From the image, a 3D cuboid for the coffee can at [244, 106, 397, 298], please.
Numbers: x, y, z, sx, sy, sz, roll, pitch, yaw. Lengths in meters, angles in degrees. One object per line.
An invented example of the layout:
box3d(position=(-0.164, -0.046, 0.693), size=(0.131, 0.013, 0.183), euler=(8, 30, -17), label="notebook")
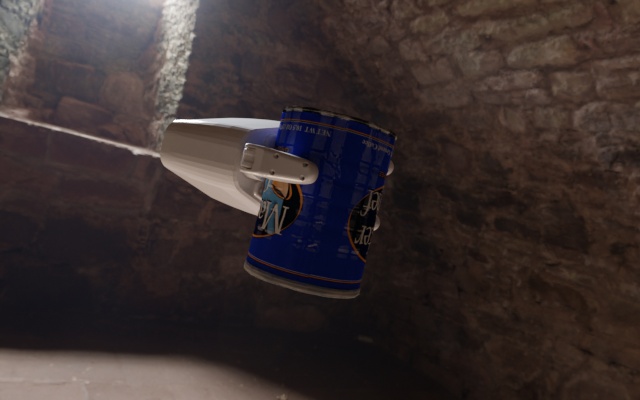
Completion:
box3d(position=(0.000, 0.002, 0.414), size=(0.103, 0.140, 0.103), euler=(14, 1, 0), label="coffee can")
